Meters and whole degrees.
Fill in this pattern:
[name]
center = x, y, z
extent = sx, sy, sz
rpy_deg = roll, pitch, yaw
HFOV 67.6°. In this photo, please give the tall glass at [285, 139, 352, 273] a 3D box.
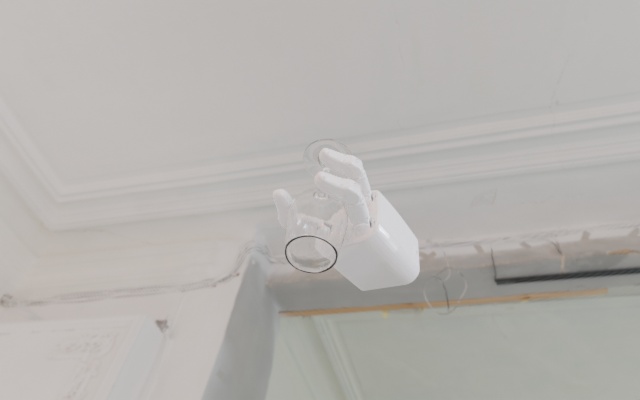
[tall glass]
center = 0.000, 0.002, 0.629
extent = 0.079, 0.079, 0.201
rpy_deg = 0, 38, 9
